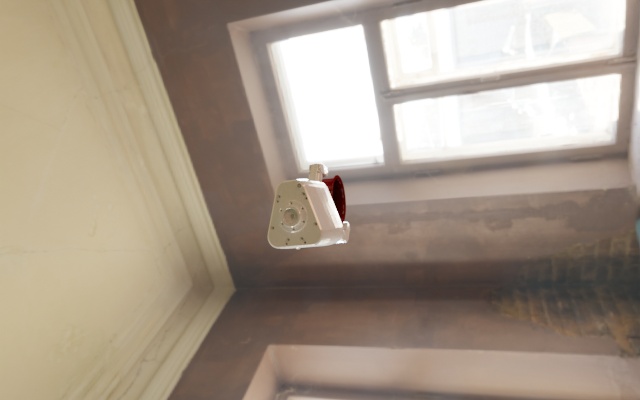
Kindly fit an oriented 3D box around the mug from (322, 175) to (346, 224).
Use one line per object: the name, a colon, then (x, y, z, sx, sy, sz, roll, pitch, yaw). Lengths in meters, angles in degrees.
mug: (0.000, 0.003, 0.897, 0.081, 0.093, 0.117, -4, -4, 17)
